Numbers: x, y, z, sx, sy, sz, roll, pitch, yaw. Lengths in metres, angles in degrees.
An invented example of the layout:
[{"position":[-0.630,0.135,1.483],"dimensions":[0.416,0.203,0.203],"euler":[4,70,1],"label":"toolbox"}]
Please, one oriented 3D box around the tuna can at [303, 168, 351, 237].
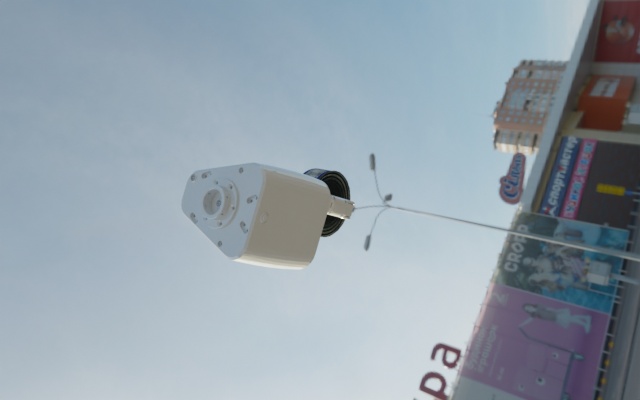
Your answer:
[{"position":[0.000,0.002,0.614],"dimensions":[0.033,0.086,0.086],"euler":[13,8,38],"label":"tuna can"}]
